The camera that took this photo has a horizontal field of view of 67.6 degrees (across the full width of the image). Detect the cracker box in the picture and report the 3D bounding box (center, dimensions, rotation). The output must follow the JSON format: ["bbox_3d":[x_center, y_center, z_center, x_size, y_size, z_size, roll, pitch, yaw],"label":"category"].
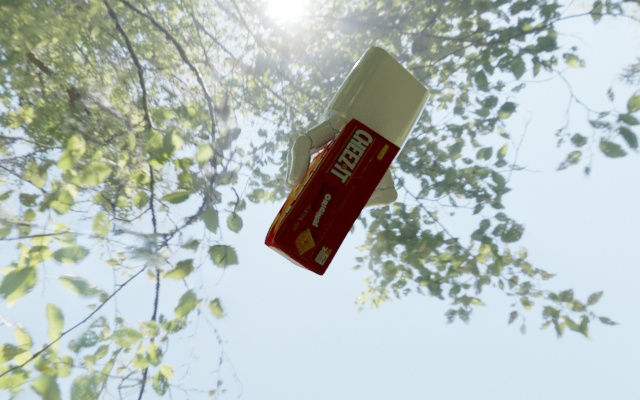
[{"bbox_3d":[0.000,0.002,0.601,0.072,0.164,0.214,33,-9,-5],"label":"cracker box"}]
